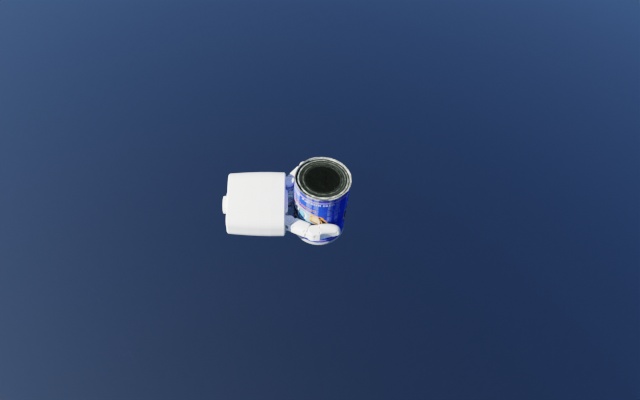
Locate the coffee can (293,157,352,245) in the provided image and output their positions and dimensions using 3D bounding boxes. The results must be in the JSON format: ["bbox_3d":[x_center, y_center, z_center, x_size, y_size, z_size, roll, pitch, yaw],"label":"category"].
[{"bbox_3d":[0.000,0.003,0.899,0.103,0.102,0.140,0,-38,-5],"label":"coffee can"}]
